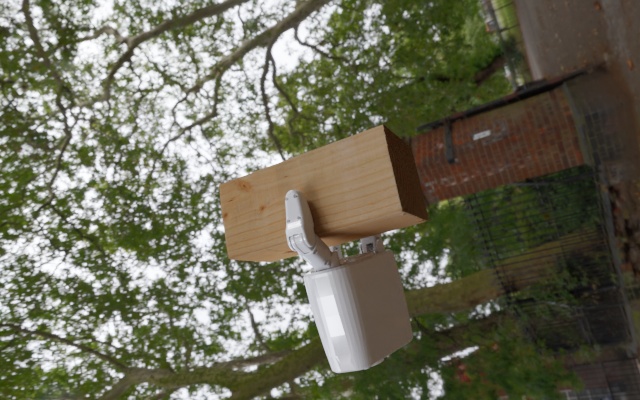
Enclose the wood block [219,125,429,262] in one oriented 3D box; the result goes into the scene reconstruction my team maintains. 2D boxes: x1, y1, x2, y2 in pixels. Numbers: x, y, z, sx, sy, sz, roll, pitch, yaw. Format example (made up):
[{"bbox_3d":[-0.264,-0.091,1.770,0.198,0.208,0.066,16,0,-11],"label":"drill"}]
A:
[{"bbox_3d":[0.000,0.002,0.529,0.206,0.090,0.091,-17,-17,25],"label":"wood block"}]
